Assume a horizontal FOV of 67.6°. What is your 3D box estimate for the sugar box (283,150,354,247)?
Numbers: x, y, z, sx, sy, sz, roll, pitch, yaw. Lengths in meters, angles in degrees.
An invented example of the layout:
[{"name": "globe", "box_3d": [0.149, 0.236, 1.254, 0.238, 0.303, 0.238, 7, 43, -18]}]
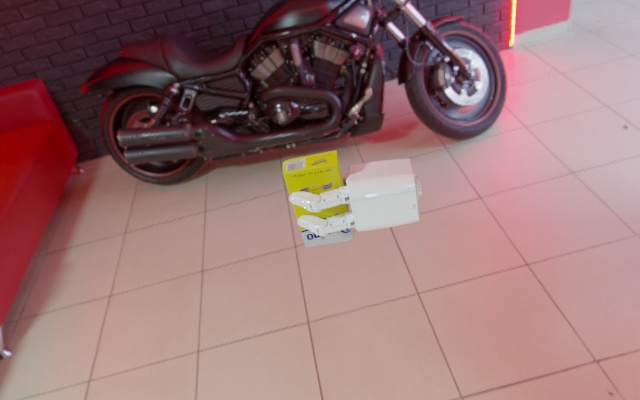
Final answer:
[{"name": "sugar box", "box_3d": [0.000, 0.003, 0.823, 0.093, 0.176, 0.048, -10, 38, 7]}]
